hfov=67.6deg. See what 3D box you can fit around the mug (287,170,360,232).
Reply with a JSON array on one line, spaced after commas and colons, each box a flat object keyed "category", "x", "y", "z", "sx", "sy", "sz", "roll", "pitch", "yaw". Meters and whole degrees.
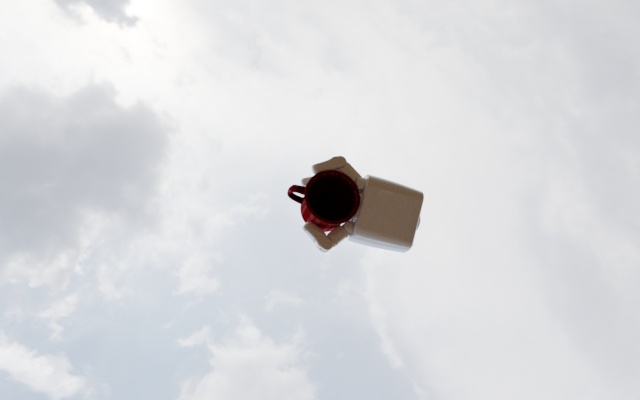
[{"category": "mug", "x": -0.001, "y": 0.002, "z": 0.803, "sx": 0.117, "sy": 0.093, "sz": 0.081, "roll": 16, "pitch": -20, "yaw": -7}]
